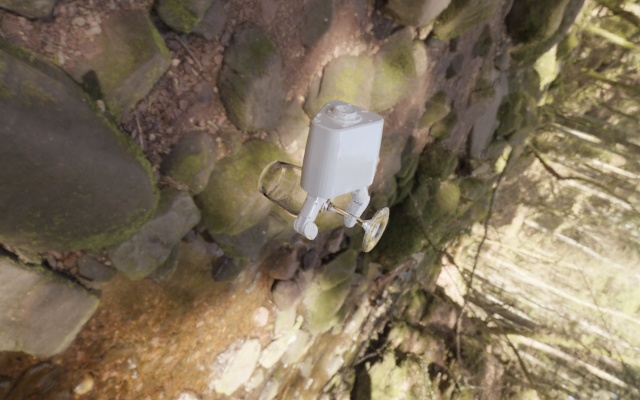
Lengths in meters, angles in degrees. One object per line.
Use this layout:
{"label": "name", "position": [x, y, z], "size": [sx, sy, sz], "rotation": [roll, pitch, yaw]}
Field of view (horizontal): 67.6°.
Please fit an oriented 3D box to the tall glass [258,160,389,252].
{"label": "tall glass", "position": [0.001, 0.003, 0.737], "size": [0.201, 0.079, 0.079], "rotation": [26, 11, 24]}
